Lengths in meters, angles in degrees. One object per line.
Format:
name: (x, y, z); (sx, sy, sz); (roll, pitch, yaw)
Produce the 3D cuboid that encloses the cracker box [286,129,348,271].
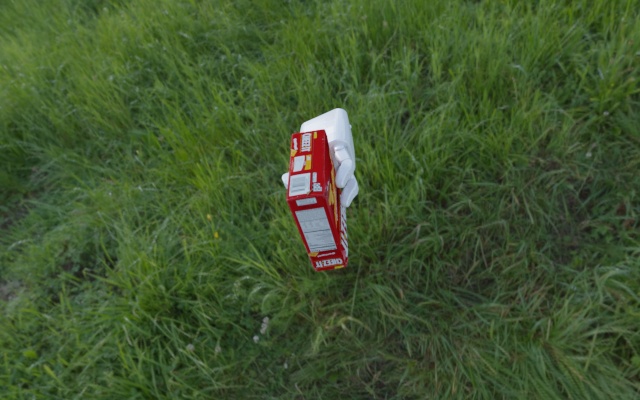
cracker box: (0.000, 0.003, 0.884); (0.072, 0.164, 0.214); (-8, -42, 10)
